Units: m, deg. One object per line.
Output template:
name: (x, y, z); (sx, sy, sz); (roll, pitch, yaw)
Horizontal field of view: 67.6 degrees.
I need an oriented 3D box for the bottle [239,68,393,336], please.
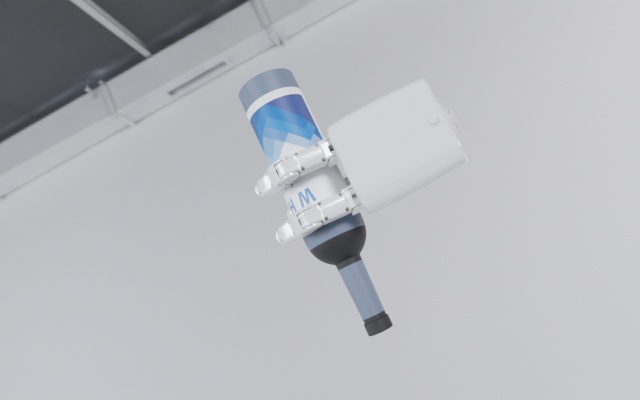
bottle: (0.000, 0.001, 0.511); (0.069, 0.295, 0.069); (-24, -10, -5)
